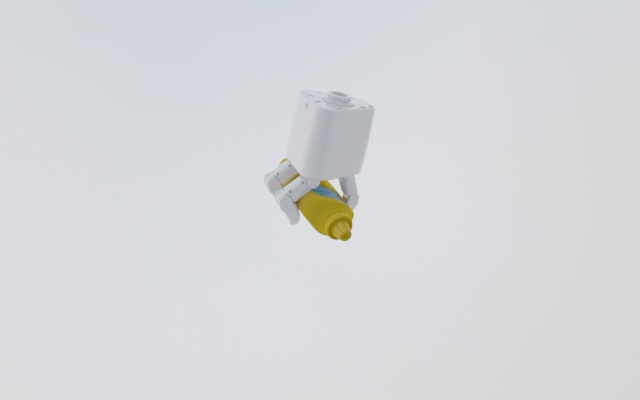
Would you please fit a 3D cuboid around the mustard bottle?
[{"bbox_3d":[0.000,0.003,0.740,0.096,0.058,0.191,25,16,-36],"label":"mustard bottle"}]
